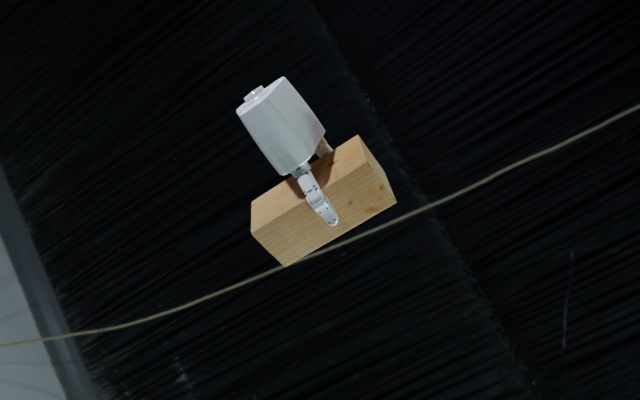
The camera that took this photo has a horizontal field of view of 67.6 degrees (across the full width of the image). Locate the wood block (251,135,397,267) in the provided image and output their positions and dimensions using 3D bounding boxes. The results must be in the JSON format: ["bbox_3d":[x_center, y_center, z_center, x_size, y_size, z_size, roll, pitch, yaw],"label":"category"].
[{"bbox_3d":[0.000,0.002,0.746,0.206,0.090,0.090,-31,33,14],"label":"wood block"}]
